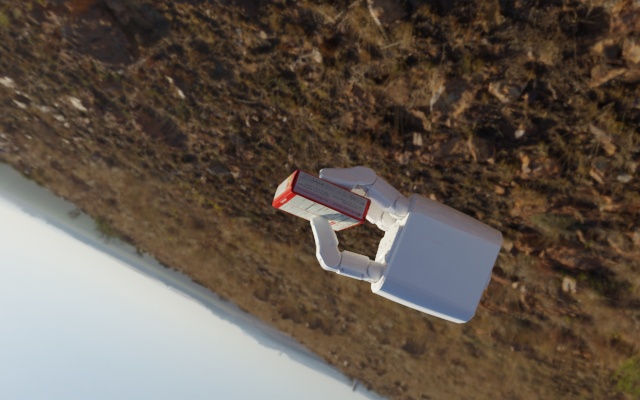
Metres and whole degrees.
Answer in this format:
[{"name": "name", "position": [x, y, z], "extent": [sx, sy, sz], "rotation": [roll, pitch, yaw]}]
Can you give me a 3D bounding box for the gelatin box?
[{"name": "gelatin box", "position": [0.000, 0.002, 0.525], "extent": [0.089, 0.030, 0.073], "rotation": [22, -18, -15]}]
